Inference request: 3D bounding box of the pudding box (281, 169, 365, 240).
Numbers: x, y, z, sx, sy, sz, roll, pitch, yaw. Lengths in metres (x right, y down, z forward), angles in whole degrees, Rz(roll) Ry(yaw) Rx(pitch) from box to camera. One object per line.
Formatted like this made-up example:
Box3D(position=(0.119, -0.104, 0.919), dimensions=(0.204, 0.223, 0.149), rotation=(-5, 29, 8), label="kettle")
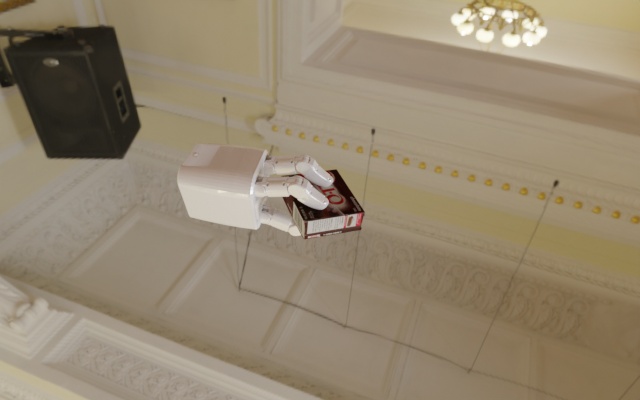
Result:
Box3D(position=(0.000, 0.002, 0.688), dimensions=(0.090, 0.039, 0.113), rotation=(-9, 42, -18), label="pudding box")
